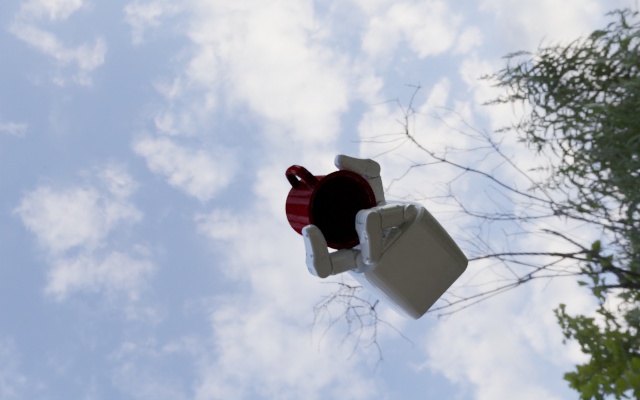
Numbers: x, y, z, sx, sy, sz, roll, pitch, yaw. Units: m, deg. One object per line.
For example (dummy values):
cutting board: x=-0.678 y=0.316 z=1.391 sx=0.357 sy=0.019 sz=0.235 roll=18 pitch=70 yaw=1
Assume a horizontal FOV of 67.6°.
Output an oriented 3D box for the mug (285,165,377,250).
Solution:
mug: x=-0.001 y=0.001 z=0.579 sx=0.117 sy=0.093 sz=0.081 roll=45 pitch=-18 yaw=-23
